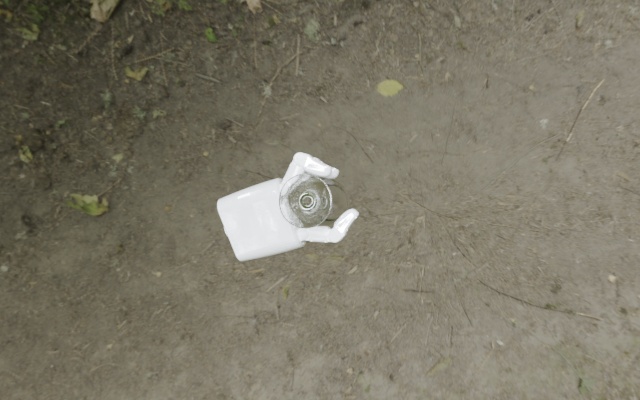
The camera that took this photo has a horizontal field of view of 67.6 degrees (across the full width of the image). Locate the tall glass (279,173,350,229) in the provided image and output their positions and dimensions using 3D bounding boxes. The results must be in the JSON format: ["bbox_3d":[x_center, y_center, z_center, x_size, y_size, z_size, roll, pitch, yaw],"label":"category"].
[{"bbox_3d":[0.000,0.002,0.738,0.079,0.079,0.201,0,-1,13],"label":"tall glass"}]
